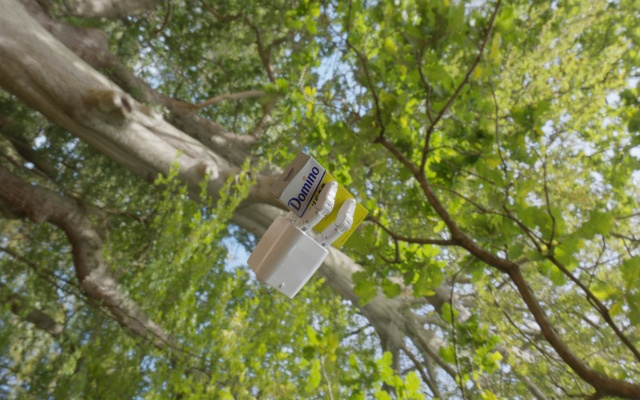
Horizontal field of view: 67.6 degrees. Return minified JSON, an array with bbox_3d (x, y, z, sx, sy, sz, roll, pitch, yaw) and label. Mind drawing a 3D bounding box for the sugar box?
[{"bbox_3d":[0.000,0.003,0.848,0.176,0.093,0.048,41,-5,-38],"label":"sugar box"}]
